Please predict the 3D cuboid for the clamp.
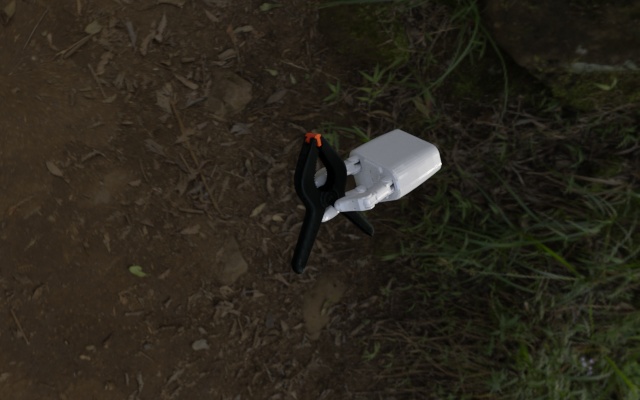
[{"bbox_3d":[0.001,0.002,0.737,0.164,0.210,0.036,-32,28,-29],"label":"clamp"}]
